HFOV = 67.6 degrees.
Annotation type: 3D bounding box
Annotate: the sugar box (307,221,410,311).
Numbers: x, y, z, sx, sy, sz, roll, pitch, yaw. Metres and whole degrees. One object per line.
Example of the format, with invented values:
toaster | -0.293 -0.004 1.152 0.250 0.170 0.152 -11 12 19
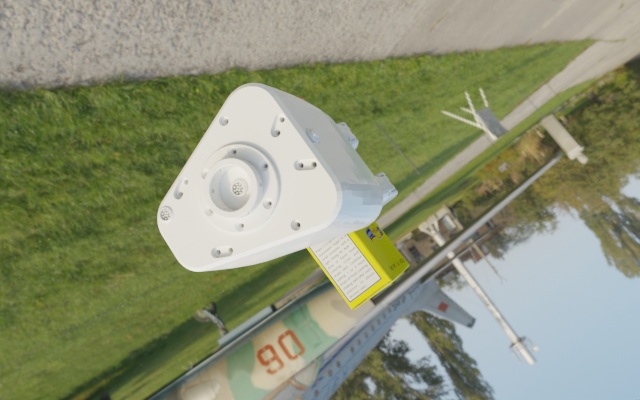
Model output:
sugar box | 0.001 0.001 0.406 0.048 0.176 0.093 -38 -11 14
